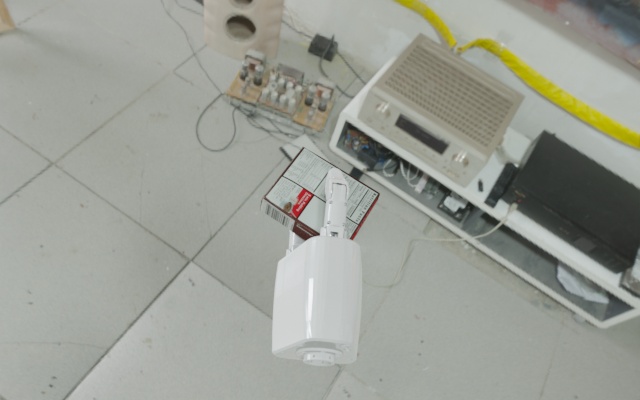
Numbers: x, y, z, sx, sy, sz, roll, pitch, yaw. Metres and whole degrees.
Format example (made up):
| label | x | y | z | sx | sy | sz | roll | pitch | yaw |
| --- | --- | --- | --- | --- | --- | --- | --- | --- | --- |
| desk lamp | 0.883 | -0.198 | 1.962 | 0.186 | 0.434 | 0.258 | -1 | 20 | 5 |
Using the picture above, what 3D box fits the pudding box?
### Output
| label | x | y | z | sx | sy | sz | roll | pitch | yaw |
| --- | --- | --- | --- | --- | --- | --- | --- | --- | --- |
| pudding box | 0.000 | 0.002 | 0.562 | 0.113 | 0.090 | 0.039 | 33 | -28 | 5 |
